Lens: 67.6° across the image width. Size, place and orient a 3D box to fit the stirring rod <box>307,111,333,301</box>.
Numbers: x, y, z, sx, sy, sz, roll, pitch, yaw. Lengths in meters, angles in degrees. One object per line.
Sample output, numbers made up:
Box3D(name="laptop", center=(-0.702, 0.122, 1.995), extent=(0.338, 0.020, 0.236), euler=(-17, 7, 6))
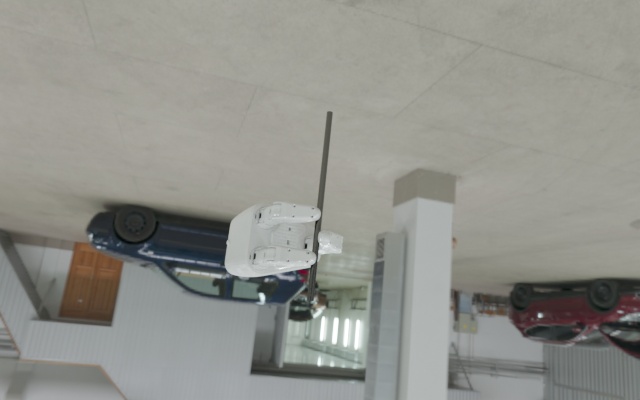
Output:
Box3D(name="stirring rod", center=(0.000, 0.002, 0.591), extent=(0.011, 0.239, 0.011), euler=(6, -14, 1))
